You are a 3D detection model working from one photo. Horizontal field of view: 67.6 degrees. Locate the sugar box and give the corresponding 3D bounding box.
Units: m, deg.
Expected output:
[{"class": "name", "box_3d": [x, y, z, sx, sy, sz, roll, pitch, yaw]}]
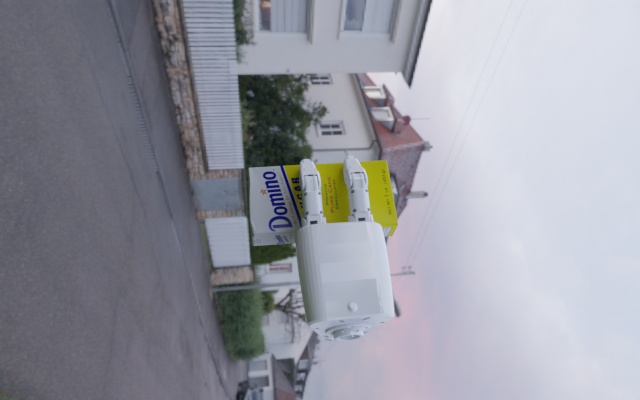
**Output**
[{"class": "sugar box", "box_3d": [0.000, 0.002, 0.594, 0.176, 0.093, 0.048, -3, -25, -8]}]
